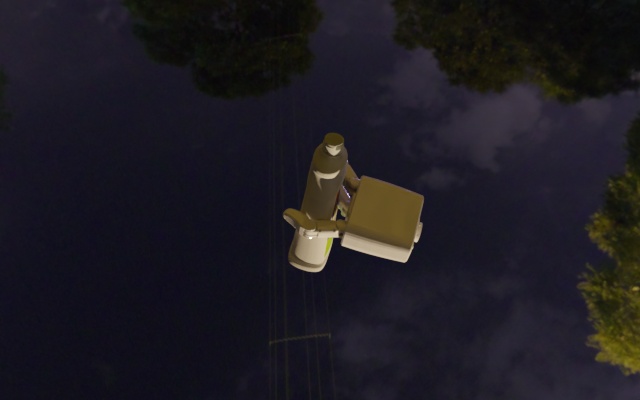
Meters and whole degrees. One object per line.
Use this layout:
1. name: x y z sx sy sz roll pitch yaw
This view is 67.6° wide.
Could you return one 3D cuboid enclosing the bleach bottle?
1. bleach bottle: 0.000 0.002 0.763 0.068 0.102 0.251 17 -43 5
